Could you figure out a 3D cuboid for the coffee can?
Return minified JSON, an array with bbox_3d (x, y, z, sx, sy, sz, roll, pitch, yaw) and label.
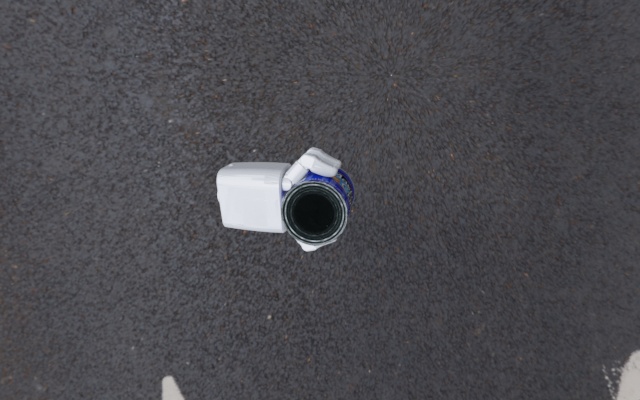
[{"bbox_3d":[0.000,0.003,0.783,0.103,0.103,0.140,0,15,9],"label":"coffee can"}]
